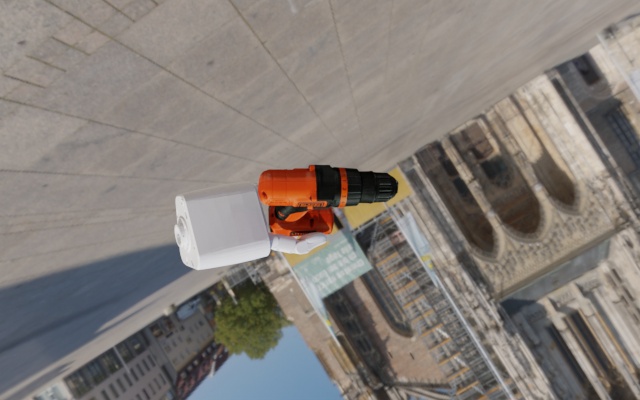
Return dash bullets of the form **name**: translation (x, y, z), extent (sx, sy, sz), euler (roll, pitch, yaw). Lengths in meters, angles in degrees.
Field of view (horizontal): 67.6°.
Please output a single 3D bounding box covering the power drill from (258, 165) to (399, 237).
- **power drill**: translation (0.000, 0.002, 0.684), extent (0.184, 0.057, 0.188), euler (1, -19, -10)
